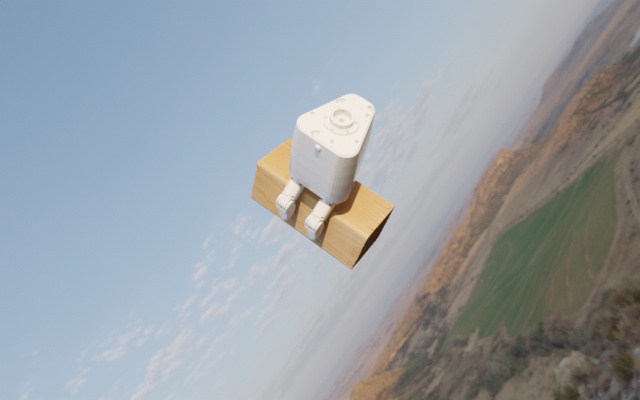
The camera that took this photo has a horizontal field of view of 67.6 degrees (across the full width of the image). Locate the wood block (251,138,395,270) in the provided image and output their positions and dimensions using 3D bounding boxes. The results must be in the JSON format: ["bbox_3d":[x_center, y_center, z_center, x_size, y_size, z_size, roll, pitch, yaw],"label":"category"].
[{"bbox_3d":[0.000,0.002,0.766,0.206,0.090,0.090,35,49,14],"label":"wood block"}]
